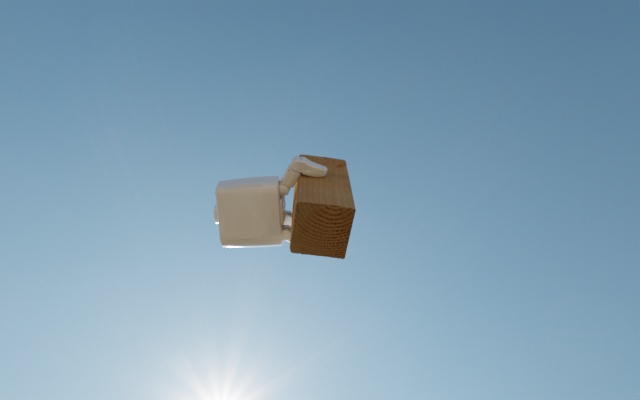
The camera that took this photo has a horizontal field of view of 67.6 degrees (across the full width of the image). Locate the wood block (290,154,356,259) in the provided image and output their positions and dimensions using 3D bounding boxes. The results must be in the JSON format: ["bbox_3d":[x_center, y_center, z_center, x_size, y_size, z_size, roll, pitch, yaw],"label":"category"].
[{"bbox_3d":[0.000,0.002,0.809,0.090,0.091,0.206,7,25,-5],"label":"wood block"}]
